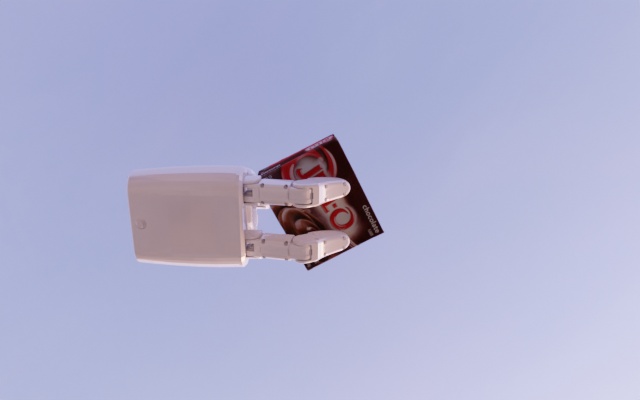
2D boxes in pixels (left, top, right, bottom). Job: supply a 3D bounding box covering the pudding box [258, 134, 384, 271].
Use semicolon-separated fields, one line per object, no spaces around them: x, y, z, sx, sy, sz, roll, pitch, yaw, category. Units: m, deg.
0.000;0.002;0.488;0.090;0.113;0.039;-27;17;5;pudding box
